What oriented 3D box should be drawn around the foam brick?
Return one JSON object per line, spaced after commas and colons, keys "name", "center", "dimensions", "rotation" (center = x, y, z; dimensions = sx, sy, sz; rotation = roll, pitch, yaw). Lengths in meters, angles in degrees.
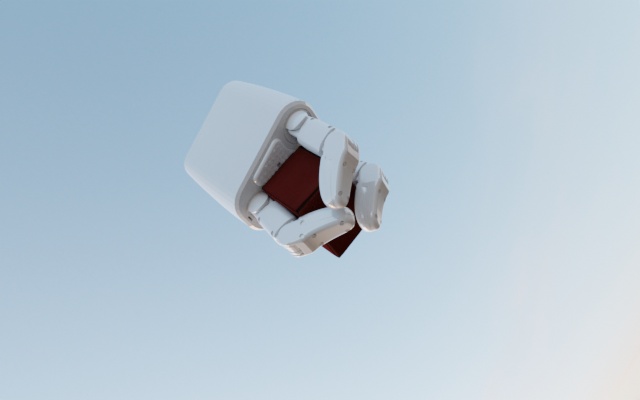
{"name": "foam brick", "center": [0.000, 0.002, 0.410], "dimensions": [0.051, 0.053, 0.078], "rotation": [31, -14, 42]}
